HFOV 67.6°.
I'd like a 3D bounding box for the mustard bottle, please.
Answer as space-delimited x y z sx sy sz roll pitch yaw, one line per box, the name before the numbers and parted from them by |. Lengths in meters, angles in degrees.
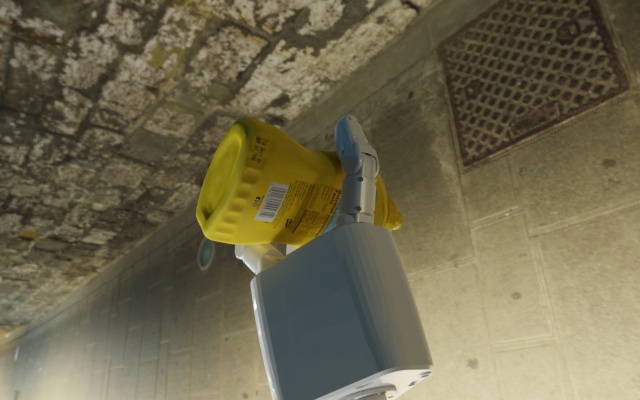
mustard bottle | 0.000 0.001 0.409 0.192 0.096 0.058 14 21 -36
